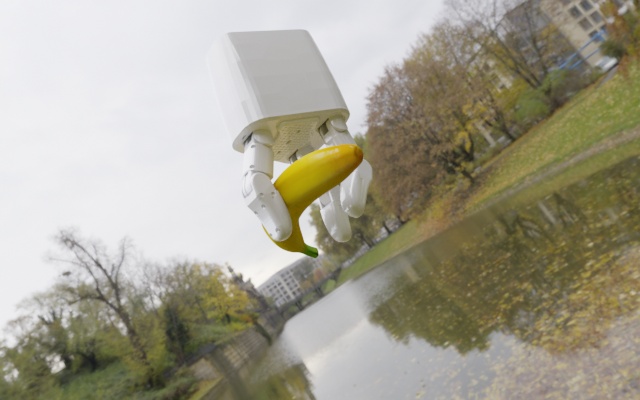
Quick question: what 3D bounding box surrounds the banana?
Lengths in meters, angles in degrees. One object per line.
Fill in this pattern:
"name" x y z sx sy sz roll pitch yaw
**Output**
"banana" -0.019 0.003 0.443 0.069 0.037 0.198 -1 -28 -13
